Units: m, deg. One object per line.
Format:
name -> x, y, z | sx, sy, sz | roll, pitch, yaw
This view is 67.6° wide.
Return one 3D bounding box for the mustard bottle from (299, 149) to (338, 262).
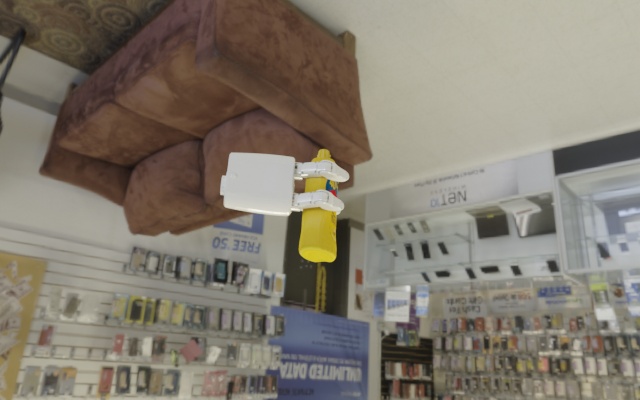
mustard bottle -> 0.000, 0.003, 0.810 | 0.058, 0.191, 0.096 | -3, -20, 15
